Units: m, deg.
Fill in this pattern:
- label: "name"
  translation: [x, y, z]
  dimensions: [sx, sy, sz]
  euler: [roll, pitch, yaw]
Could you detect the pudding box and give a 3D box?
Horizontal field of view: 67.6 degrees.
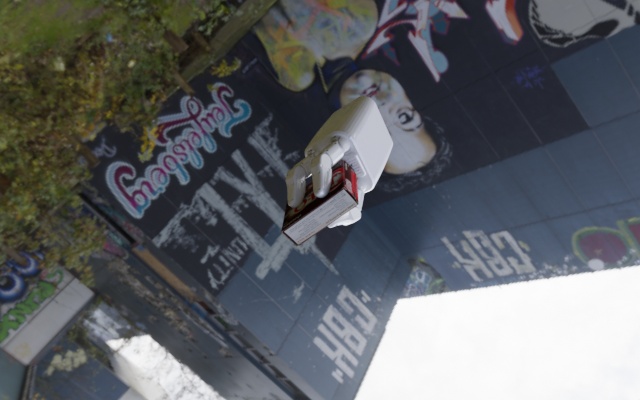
- label: "pudding box"
  translation: [0.000, 0.002, 0.674]
  dimensions: [0.113, 0.039, 0.090]
  euler: [-38, 20, 20]
